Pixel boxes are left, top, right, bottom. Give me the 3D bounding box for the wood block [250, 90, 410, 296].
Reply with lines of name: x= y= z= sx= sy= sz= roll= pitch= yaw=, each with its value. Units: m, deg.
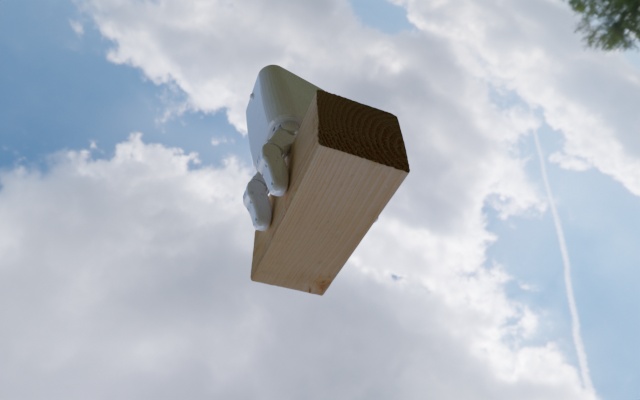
wood block: x=0.000 y=0.002 z=0.507 sx=0.091 sy=0.090 sz=0.206 roll=14 pitch=-47 yaw=-16
